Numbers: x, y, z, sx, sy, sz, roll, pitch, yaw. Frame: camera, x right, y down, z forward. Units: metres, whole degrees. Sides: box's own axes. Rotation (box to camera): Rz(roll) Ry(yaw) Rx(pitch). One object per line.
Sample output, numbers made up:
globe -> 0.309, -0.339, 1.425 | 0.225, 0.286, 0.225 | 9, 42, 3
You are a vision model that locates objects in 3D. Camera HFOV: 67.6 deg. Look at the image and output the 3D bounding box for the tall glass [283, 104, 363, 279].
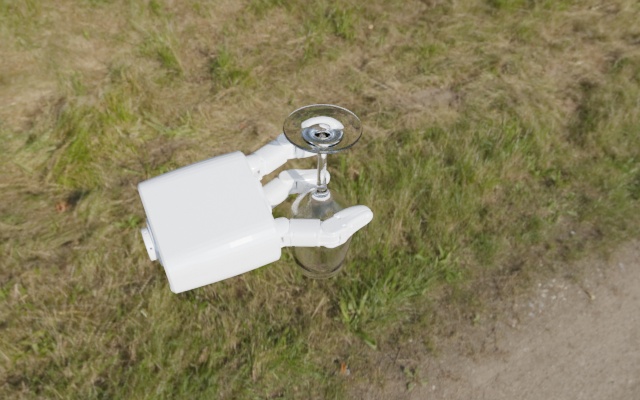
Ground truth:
tall glass -> 0.000, 0.001, 0.514 | 0.079, 0.079, 0.201 | 0, -44, -1
